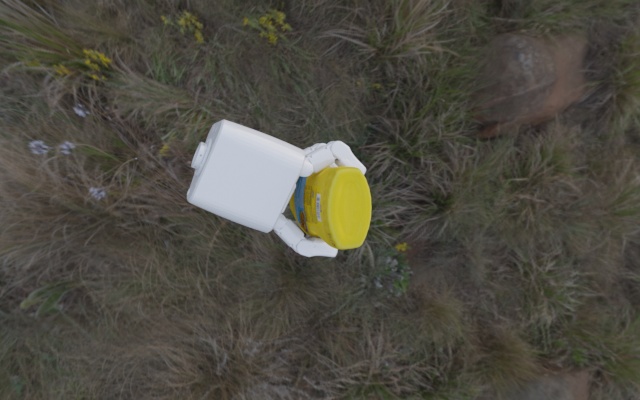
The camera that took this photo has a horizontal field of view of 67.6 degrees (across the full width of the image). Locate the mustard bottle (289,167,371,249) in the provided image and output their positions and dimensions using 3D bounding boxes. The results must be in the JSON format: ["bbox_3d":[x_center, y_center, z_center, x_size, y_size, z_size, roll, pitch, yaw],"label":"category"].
[{"bbox_3d":[0.001,0.002,0.632,0.058,0.096,0.191,-5,6,-21],"label":"mustard bottle"}]
